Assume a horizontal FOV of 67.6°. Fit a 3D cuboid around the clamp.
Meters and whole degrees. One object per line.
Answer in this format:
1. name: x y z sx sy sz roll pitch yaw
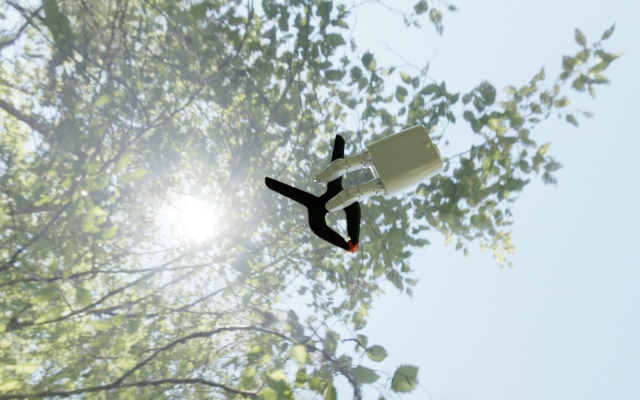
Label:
1. clamp: 0.001 0.003 0.843 0.164 0.210 0.036 -24 -20 7
